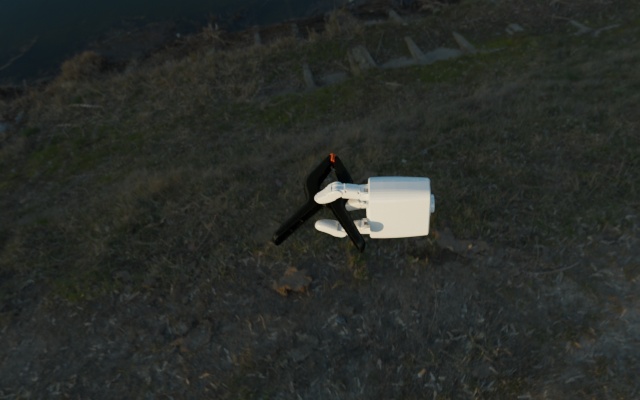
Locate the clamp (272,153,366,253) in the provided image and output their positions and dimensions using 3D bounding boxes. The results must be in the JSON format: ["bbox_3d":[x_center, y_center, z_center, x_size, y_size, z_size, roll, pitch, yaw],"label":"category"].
[{"bbox_3d":[0.000,0.002,0.879,0.164,0.209,0.036,-1,-34,7],"label":"clamp"}]
